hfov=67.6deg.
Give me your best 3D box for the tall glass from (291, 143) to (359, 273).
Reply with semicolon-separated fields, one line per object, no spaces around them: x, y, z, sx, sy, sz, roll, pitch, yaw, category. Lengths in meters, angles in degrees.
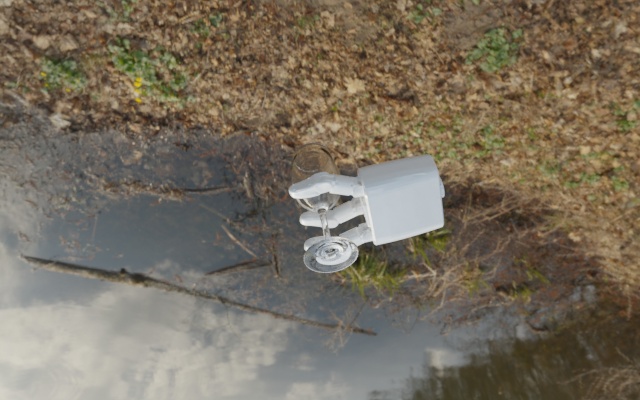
0.000;0.003;0.698;0.079;0.200;0.079;-6;-43;-6;tall glass
